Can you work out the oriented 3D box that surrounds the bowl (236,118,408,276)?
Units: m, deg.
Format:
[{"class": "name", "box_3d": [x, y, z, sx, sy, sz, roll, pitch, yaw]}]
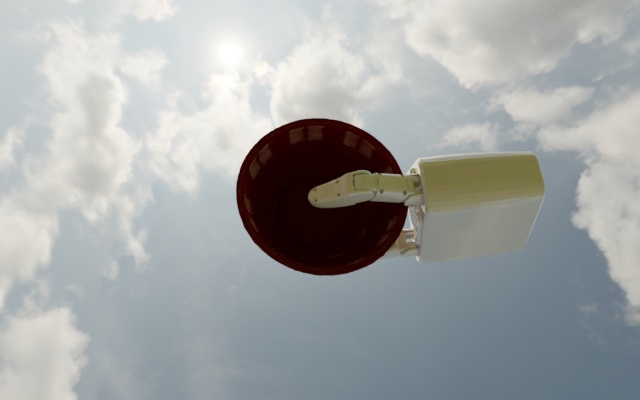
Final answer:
[{"class": "bowl", "box_3d": [-0.001, 0.001, 0.467, 0.162, 0.162, 0.055, 0, -24, -7]}]
